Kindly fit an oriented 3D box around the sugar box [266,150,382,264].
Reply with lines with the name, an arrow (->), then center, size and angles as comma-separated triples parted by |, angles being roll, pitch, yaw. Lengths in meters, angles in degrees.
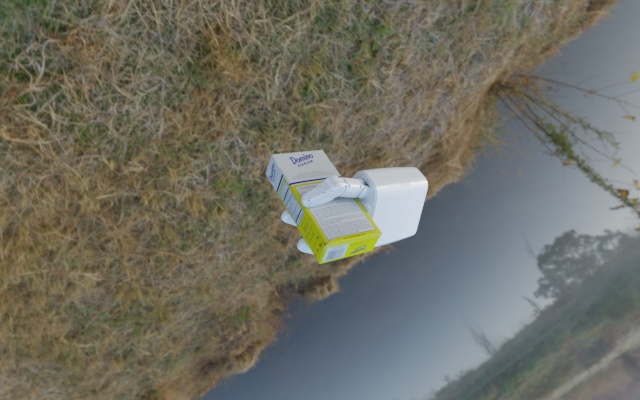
sugar box -> 0.000, 0.003, 0.680 | 0.093, 0.048, 0.176 | -9, 48, -32
